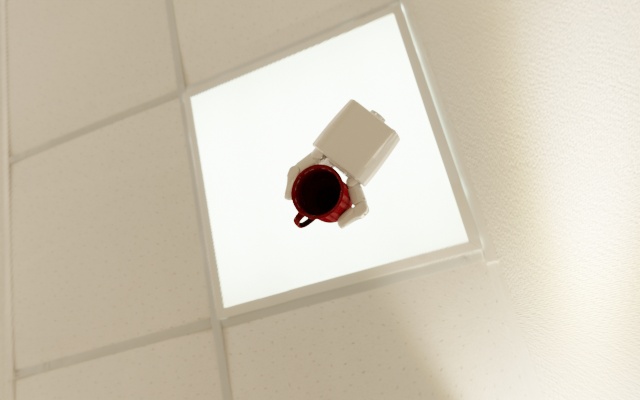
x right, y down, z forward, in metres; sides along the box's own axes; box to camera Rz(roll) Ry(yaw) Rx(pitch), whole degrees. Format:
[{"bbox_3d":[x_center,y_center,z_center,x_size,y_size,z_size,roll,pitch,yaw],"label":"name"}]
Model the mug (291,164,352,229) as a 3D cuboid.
[{"bbox_3d":[-0.001,0.004,0.819,0.093,0.117,0.081,41,4,23],"label":"mug"}]
